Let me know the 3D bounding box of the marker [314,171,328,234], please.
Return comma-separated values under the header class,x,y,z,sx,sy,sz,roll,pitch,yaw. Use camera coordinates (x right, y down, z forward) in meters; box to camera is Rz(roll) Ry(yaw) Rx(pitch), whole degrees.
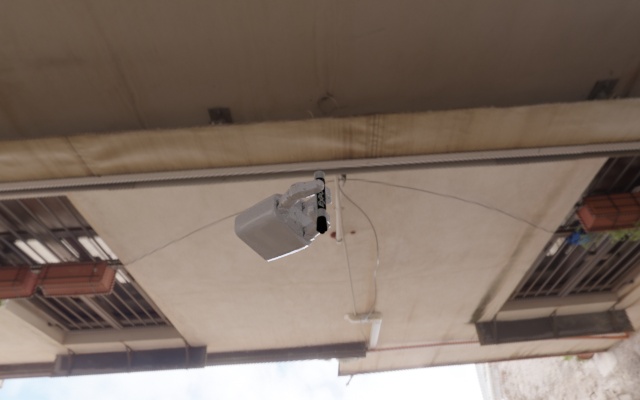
class,x,y,z,sx,sy,sz,roll,pitch,yaw
marker,0.000,0.003,0.805,0.020,0.121,0.020,-2,-34,-1
